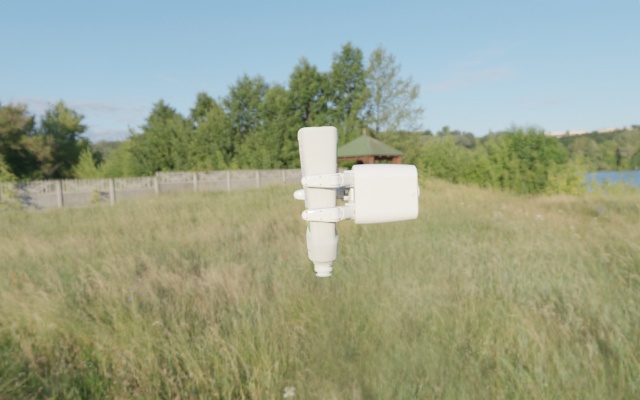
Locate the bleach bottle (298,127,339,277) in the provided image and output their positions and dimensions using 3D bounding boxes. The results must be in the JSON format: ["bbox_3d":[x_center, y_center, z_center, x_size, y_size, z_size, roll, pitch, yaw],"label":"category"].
[{"bbox_3d":[0.000,0.003,0.824,0.068,0.251,0.102,-3,4,-3],"label":"bleach bottle"}]
